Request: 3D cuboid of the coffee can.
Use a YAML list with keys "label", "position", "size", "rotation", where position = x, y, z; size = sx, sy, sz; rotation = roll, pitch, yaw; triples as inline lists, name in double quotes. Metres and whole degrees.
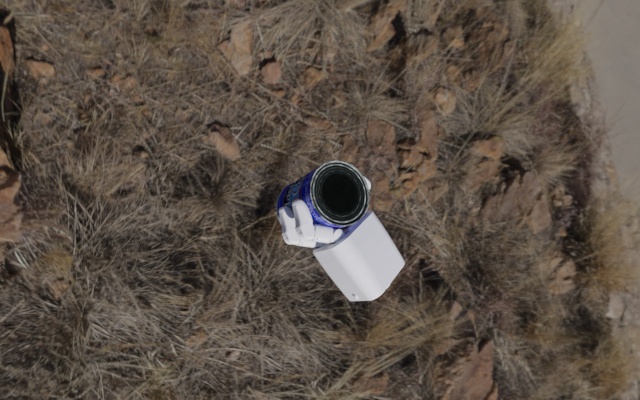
- label: "coffee can"
  position: [0.000, 0.002, 0.778]
  size: [0.103, 0.102, 0.140]
  rotation: [0, -12, -26]
